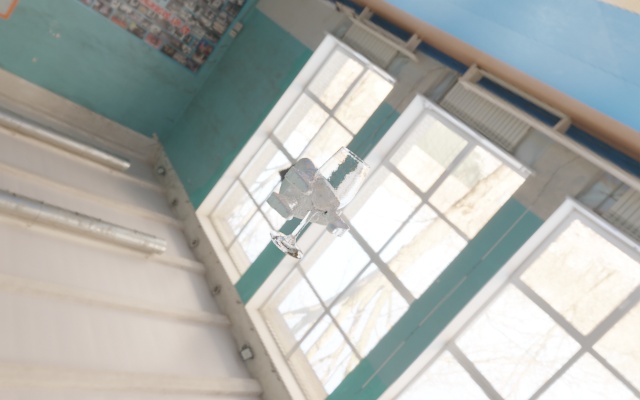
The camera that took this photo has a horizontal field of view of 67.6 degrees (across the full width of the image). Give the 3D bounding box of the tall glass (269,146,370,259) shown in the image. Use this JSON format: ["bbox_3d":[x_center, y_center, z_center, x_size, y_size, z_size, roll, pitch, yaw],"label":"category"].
[{"bbox_3d":[0.000,0.003,0.827,0.079,0.201,0.079,37,12,-9],"label":"tall glass"}]
